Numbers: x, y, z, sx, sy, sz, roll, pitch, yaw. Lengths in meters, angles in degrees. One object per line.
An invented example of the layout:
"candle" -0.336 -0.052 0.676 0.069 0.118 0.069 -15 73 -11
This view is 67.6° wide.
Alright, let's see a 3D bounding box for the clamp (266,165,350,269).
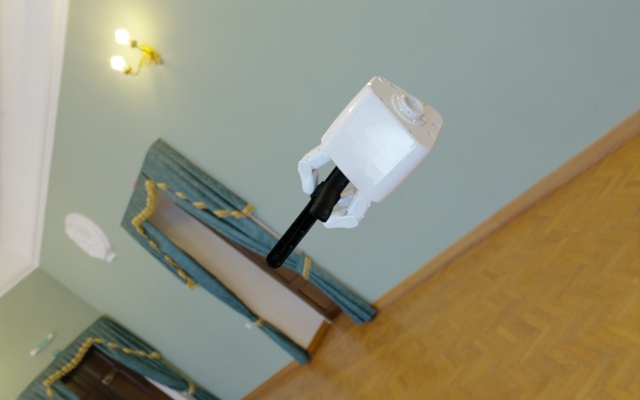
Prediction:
"clamp" 0.000 0.001 0.681 0.165 0.036 0.210 -46 6 43
